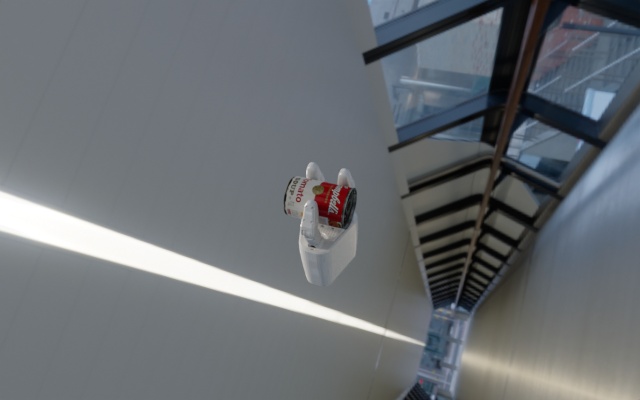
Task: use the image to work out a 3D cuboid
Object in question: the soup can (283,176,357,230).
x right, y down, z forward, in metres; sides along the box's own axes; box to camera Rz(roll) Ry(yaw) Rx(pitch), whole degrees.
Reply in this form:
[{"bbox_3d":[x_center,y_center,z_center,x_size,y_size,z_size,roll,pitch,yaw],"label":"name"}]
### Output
[{"bbox_3d":[0.000,0.002,0.765,0.102,0.068,0.068,13,4,17],"label":"soup can"}]
